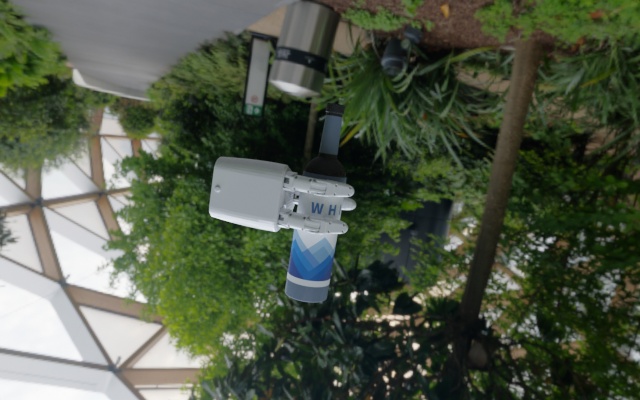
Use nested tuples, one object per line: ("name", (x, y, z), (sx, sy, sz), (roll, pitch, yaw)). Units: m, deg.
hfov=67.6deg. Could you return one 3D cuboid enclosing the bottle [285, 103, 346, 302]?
("bottle", (0.000, 0.003, 0.723), (0.069, 0.296, 0.069), (9, 8, -1))
